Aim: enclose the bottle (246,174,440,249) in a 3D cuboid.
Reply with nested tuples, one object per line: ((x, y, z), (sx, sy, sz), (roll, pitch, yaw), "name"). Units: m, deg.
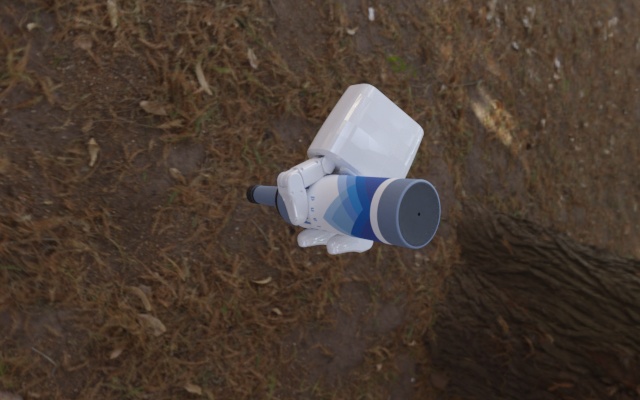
((0.000, 0.002, 0.565), (0.069, 0.069, 0.295), (0, 4, -40), "bottle")
